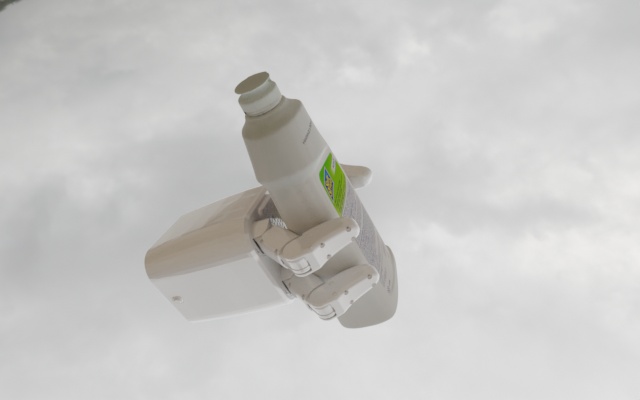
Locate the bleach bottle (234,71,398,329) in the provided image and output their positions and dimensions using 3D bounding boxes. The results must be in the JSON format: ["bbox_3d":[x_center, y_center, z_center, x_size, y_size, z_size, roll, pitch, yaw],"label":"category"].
[{"bbox_3d":[0.000,0.001,0.417,0.068,0.251,0.102,-17,36,16],"label":"bleach bottle"}]
